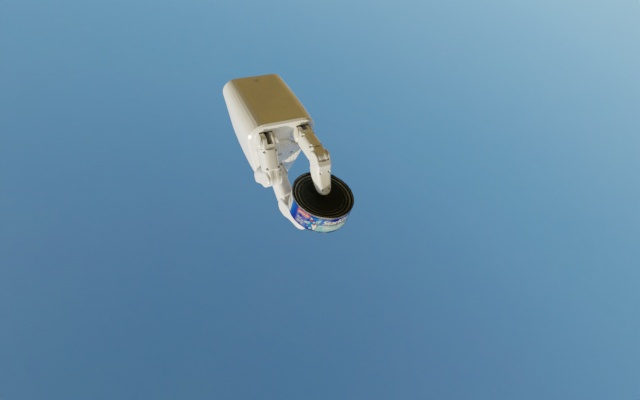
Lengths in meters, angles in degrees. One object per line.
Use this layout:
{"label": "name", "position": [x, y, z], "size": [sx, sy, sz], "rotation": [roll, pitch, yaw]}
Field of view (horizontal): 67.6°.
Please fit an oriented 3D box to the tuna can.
{"label": "tuna can", "position": [0.000, 0.003, 0.647], "size": [0.086, 0.086, 0.034], "rotation": [0, -42, -19]}
